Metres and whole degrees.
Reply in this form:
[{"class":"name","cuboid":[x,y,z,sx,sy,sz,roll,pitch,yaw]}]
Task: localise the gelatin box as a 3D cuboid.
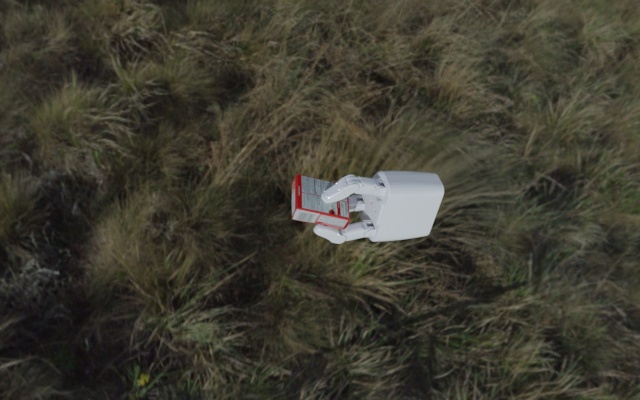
[{"class":"gelatin box","cuboid":[0.000,0.002,0.744,0.089,0.073,0.030,12,-44,-17]}]
